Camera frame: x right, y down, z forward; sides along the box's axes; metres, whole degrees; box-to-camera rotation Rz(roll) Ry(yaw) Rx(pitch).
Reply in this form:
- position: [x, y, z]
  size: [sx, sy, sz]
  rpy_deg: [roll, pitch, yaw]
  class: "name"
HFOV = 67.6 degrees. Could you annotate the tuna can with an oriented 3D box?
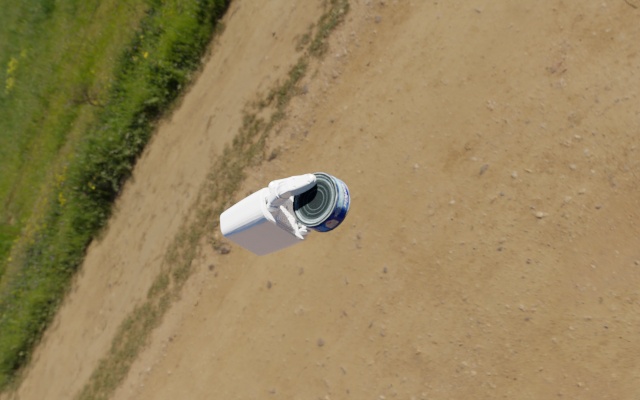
- position: [0.000, 0.002, 0.711]
  size: [0.086, 0.086, 0.034]
  rpy_deg: [0, -16, 38]
  class: "tuna can"
